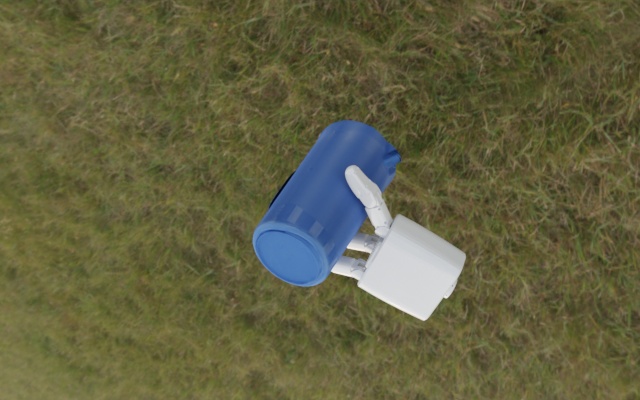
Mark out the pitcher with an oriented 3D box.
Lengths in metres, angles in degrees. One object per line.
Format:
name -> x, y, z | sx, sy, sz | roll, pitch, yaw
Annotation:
pitcher -> 0.000, 0.002, 0.677 | 0.145, 0.149, 0.242 | 31, 46, 5
